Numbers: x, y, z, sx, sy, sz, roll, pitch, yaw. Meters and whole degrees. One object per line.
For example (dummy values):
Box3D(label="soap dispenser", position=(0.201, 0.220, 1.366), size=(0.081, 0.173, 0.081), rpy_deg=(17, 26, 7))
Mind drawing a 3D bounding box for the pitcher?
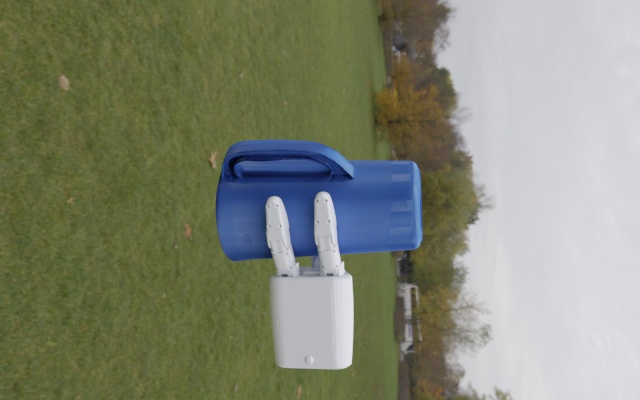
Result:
Box3D(label="pitcher", position=(0.000, 0.002, 0.591), size=(0.243, 0.145, 0.149), rpy_deg=(-2, -1, 10))
